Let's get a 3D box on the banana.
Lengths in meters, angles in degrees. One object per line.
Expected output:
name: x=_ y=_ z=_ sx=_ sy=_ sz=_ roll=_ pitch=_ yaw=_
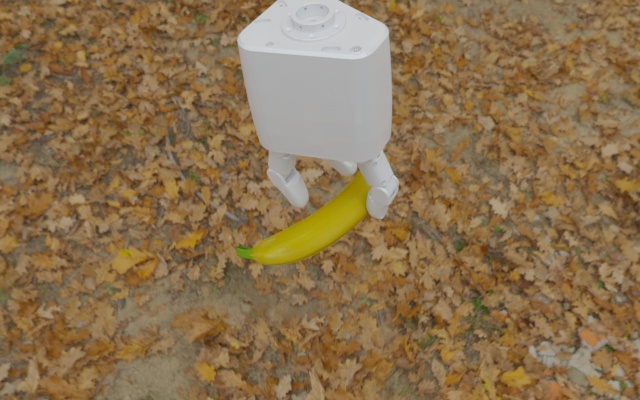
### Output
banana: x=0.007 y=0.013 z=0.496 sx=0.198 sy=0.037 sz=0.069 roll=-32 pitch=47 yaw=-14
